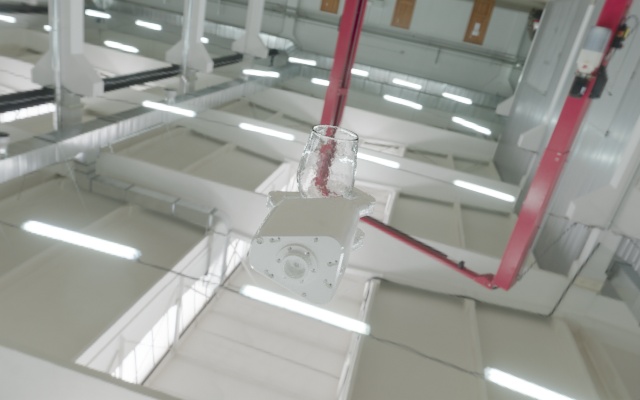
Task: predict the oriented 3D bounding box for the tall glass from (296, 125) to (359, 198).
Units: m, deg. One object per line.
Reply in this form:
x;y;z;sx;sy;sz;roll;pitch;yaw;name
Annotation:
0.000;0.003;0.650;0.079;0.201;0.079;10;23;-4;tall glass
